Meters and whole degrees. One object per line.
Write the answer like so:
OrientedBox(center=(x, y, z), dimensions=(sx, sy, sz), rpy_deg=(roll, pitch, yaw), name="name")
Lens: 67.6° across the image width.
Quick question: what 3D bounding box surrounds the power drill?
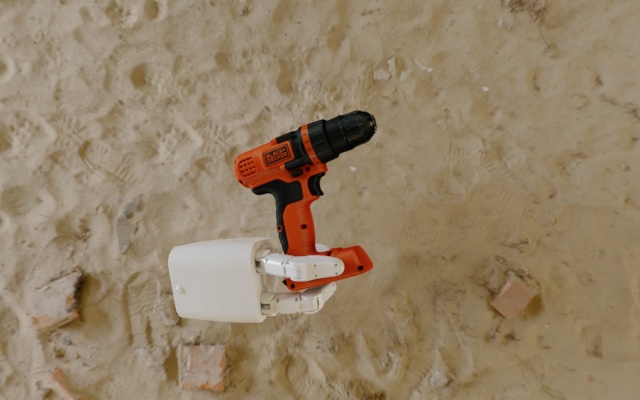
OrientedBox(center=(0.000, 0.002, 0.569), dimensions=(0.184, 0.187, 0.057), rpy_deg=(-19, -6, 19), name="power drill")
